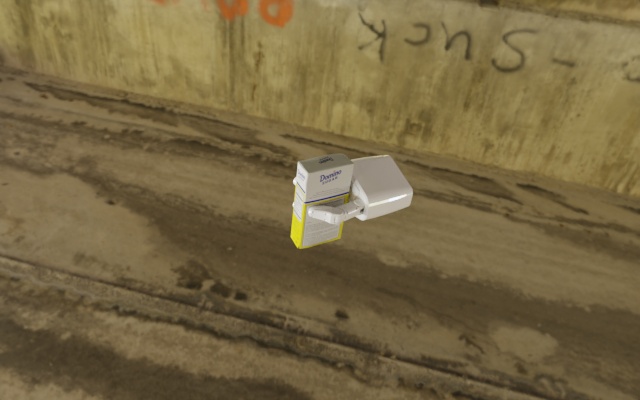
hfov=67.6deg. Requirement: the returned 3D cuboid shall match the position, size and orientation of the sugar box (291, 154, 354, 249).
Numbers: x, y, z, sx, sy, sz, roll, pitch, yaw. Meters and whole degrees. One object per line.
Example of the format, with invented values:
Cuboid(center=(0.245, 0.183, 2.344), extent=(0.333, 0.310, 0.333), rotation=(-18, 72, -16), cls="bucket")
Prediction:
Cuboid(center=(0.000, 0.003, 0.864), extent=(0.093, 0.176, 0.048), rotation=(-13, 40, -26), cls="sugar box")
